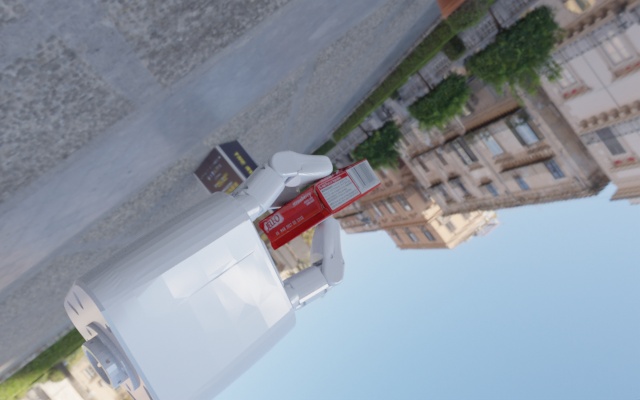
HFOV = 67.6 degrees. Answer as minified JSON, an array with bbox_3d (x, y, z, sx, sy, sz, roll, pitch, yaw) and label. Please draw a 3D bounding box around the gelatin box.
[{"bbox_3d":[0.000,0.002,0.412,0.073,0.030,0.089,-33,-2,38],"label":"gelatin box"}]
